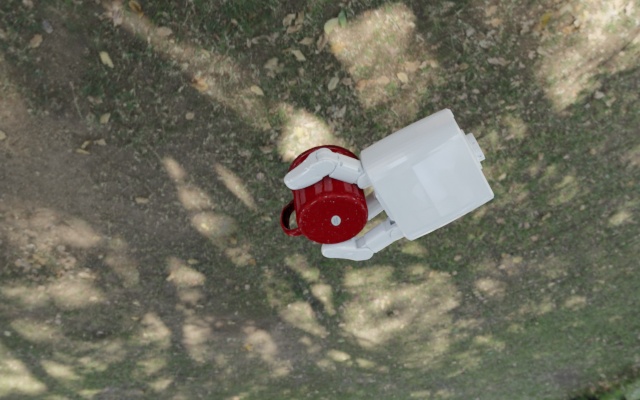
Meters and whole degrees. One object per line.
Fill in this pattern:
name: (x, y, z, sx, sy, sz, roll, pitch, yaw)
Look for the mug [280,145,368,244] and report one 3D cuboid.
mug: (-0.001, 0.003, 0.560, 0.117, 0.081, 0.093, -30, -51, 18)
